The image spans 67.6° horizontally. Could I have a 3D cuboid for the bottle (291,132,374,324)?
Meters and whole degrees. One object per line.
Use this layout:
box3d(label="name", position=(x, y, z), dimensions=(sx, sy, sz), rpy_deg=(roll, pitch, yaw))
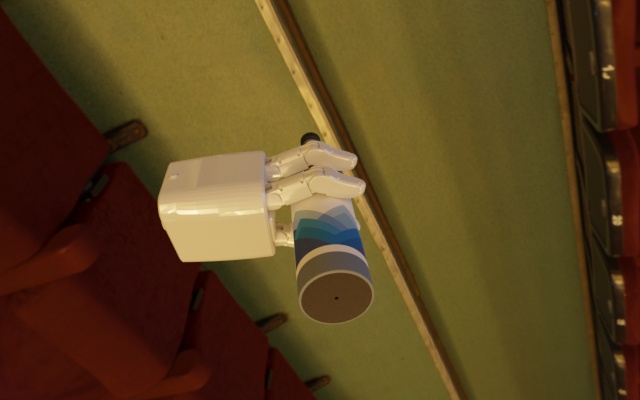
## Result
box3d(label="bottle", position=(0.000, 0.002, 0.531), dimensions=(0.069, 0.069, 0.295), rpy_deg=(0, 34, -7))
